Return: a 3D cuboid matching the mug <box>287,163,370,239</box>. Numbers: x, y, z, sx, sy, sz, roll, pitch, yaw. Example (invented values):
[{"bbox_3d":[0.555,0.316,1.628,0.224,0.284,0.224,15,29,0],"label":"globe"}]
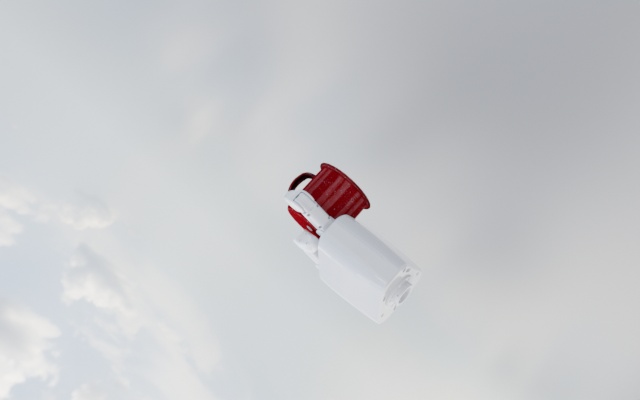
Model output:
[{"bbox_3d":[-0.001,0.002,0.671,0.117,0.081,0.093,36,-13,29],"label":"mug"}]
